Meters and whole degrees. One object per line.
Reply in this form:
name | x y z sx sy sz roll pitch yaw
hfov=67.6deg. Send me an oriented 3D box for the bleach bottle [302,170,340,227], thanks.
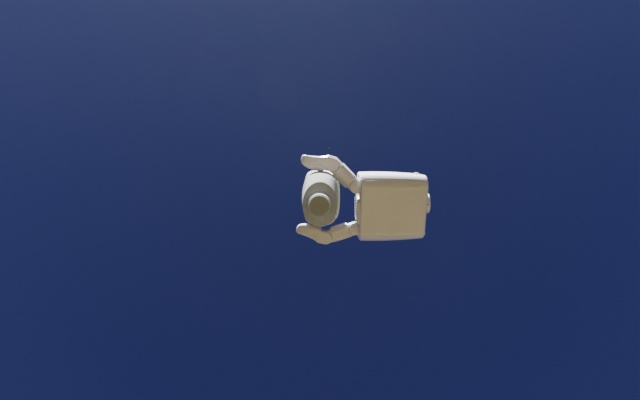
bleach bottle | 0.000 0.002 0.771 0.068 0.102 0.251 0 6 1
